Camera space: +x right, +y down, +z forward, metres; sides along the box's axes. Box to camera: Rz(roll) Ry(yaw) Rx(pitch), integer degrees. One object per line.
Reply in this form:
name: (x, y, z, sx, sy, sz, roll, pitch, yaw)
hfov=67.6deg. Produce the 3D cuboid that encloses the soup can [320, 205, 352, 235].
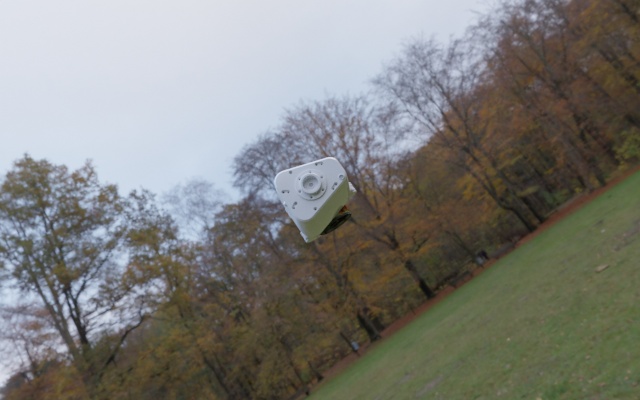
soup can: (0.000, 0.003, 0.868, 0.068, 0.102, 0.068, -32, -15, -10)
